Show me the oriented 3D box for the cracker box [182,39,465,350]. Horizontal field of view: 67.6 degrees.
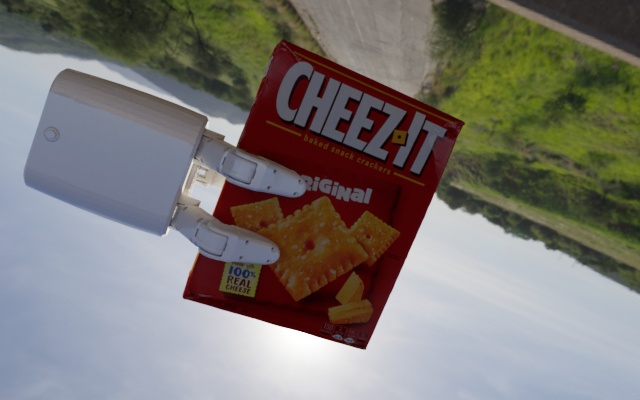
[{"bbox_3d":[0.000,0.001,0.403,0.164,0.214,0.072,21,7,-13],"label":"cracker box"}]
